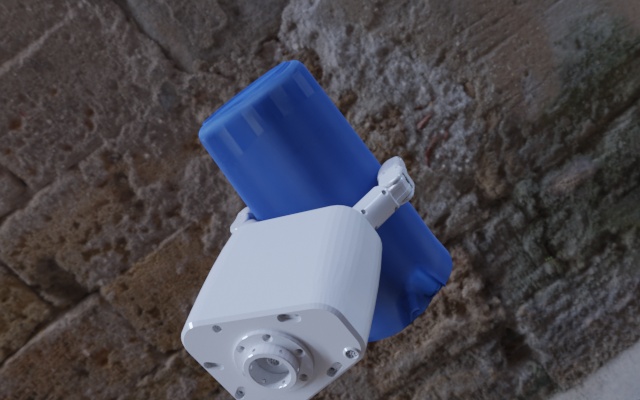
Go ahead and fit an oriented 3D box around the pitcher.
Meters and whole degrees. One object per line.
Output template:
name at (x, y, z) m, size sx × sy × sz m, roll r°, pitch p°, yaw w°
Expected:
pitcher at (0.000, 0.002, 0.447) m, size 0.149 × 0.243 × 0.145 m, roll -28°, pitch 21°, yaw 25°
